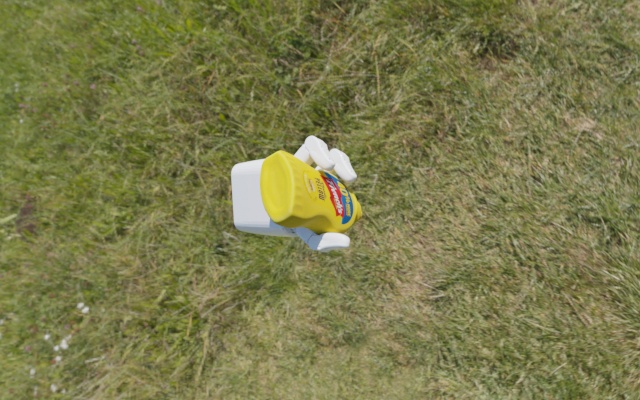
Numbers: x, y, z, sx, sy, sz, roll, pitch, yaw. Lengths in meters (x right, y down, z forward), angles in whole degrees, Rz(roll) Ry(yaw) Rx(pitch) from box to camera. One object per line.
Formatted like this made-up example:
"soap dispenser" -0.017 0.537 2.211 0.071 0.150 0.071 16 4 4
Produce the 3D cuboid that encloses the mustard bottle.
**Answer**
"mustard bottle" 0.000 0.002 0.667 0.058 0.096 0.192 -28 -28 28
